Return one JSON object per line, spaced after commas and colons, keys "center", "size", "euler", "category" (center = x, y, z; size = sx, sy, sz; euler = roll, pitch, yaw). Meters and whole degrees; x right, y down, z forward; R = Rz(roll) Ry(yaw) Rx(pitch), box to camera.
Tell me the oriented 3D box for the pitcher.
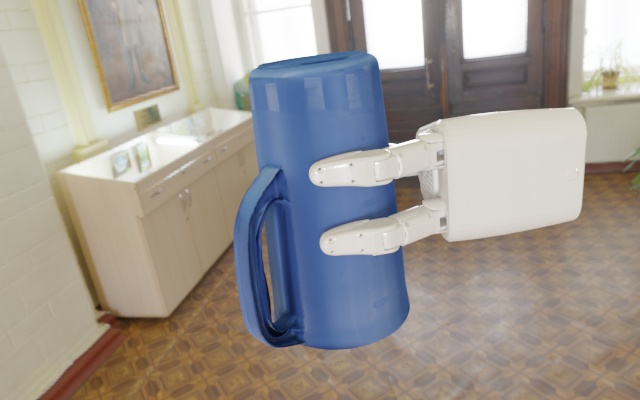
{"center": [0.000, 0.001, 0.421], "size": [0.145, 0.243, 0.149], "euler": [-7, 20, 2], "category": "pitcher"}
